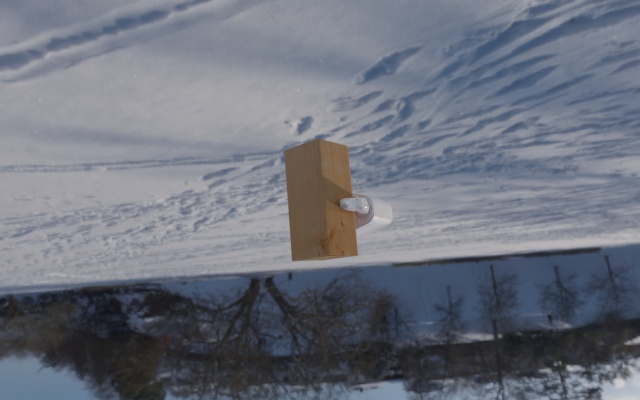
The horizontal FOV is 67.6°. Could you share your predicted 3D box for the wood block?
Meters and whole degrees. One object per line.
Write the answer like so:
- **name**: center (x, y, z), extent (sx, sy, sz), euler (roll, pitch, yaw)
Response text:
- **wood block**: center (0.001, 0.003, 0.875), extent (0.091, 0.206, 0.090), euler (-14, -13, 40)
